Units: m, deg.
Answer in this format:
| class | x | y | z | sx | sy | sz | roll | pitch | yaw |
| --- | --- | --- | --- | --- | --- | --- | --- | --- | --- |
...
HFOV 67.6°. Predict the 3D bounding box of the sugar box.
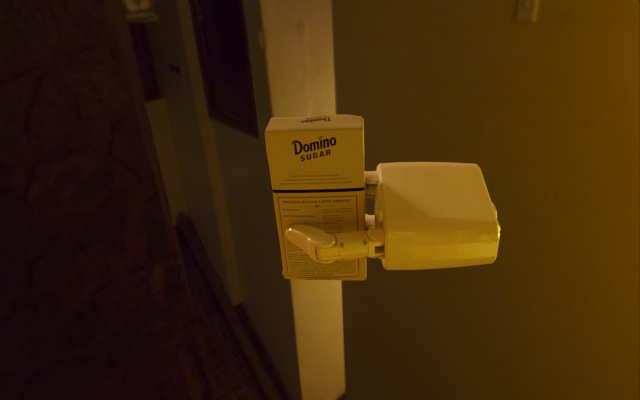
| class | x | y | z | sx | sy | sz | roll | pitch | yaw |
| --- | --- | --- | --- | --- | --- | --- | --- | --- | --- |
| sugar box | 0.000 | 0.001 | 0.492 | 0.093 | 0.176 | 0.048 | -1 | 28 | 5 |
